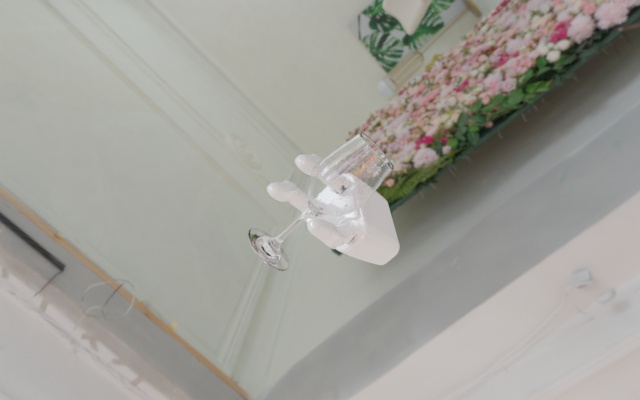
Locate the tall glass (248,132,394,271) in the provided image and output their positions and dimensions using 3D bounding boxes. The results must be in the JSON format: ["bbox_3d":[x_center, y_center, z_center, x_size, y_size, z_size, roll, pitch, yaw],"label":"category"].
[{"bbox_3d":[0.000,0.002,0.619,0.201,0.079,0.079,-42,-15,17],"label":"tall glass"}]
